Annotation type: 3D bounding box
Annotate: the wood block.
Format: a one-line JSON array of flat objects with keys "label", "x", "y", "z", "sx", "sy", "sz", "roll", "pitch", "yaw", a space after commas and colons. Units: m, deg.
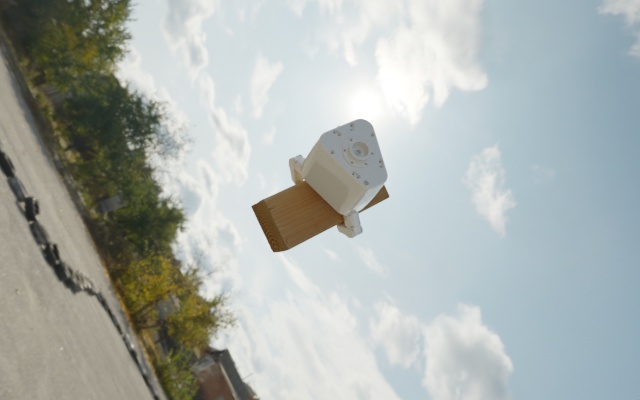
[{"label": "wood block", "x": 0.001, "y": 0.003, "z": 0.815, "sx": 0.206, "sy": 0.091, "sz": 0.090, "roll": -25, "pitch": 1, "yaw": -23}]
